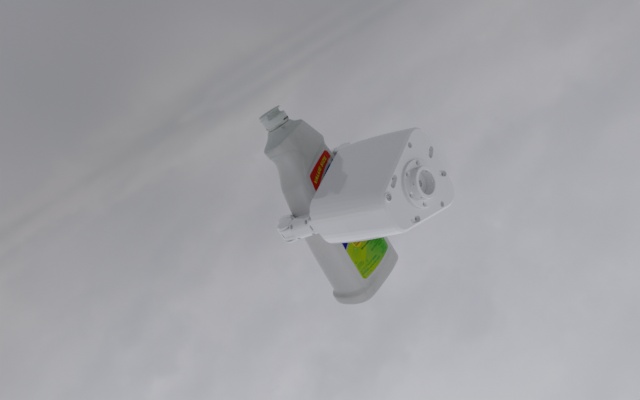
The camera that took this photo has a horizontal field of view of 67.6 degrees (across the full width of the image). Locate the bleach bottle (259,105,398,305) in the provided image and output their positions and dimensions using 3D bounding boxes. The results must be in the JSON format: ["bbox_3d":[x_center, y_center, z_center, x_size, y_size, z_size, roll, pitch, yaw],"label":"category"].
[{"bbox_3d":[0.000,0.002,0.590,0.068,0.251,0.102,-14,25,48],"label":"bleach bottle"}]
